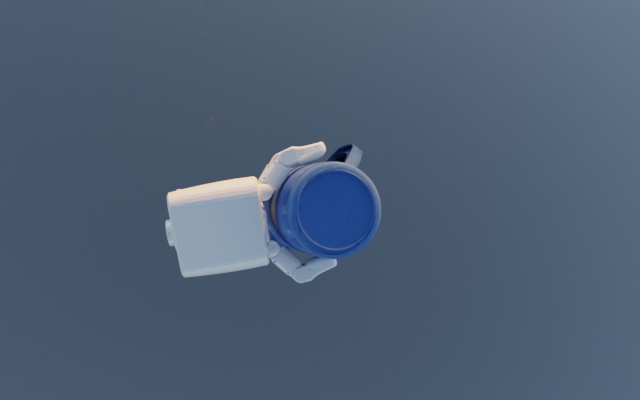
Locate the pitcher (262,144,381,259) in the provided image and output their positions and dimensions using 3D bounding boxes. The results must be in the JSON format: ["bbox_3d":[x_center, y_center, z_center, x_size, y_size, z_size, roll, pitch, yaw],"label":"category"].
[{"bbox_3d":[0.000,0.002,0.633,0.145,0.149,0.243,-9,2,-11],"label":"pitcher"}]
